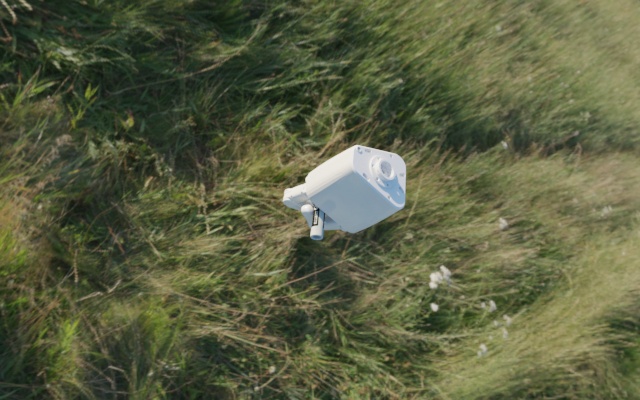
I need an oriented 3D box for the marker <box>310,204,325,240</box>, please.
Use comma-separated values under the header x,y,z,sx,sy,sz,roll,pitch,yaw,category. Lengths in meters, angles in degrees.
x,y,z,sx,sy,sz,roll,pitch,yaw,category
0.000,0.002,0.734,0.020,0.121,0.020,5,-29,3,marker
